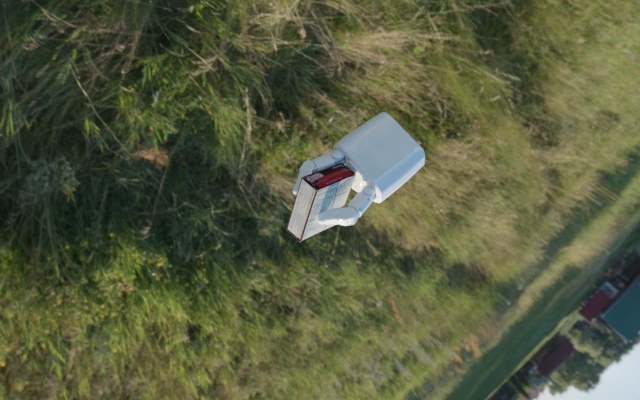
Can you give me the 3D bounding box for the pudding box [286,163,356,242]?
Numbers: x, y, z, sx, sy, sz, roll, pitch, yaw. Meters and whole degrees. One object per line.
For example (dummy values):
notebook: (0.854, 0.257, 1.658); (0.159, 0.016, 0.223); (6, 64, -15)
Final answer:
pudding box: (0.000, 0.003, 0.753); (0.090, 0.114, 0.039); (-22, 51, -40)
